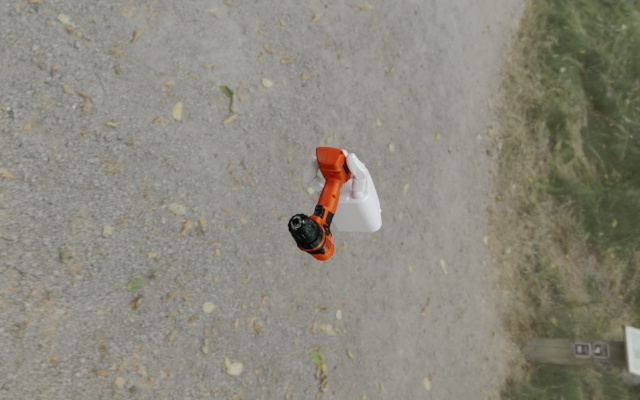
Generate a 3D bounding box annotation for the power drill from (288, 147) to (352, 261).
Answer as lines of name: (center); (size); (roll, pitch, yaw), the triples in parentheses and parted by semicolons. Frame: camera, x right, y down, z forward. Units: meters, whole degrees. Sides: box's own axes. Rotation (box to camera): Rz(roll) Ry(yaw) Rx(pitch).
power drill: (0.000, 0.002, 0.850); (0.057, 0.187, 0.184); (11, -17, 17)
